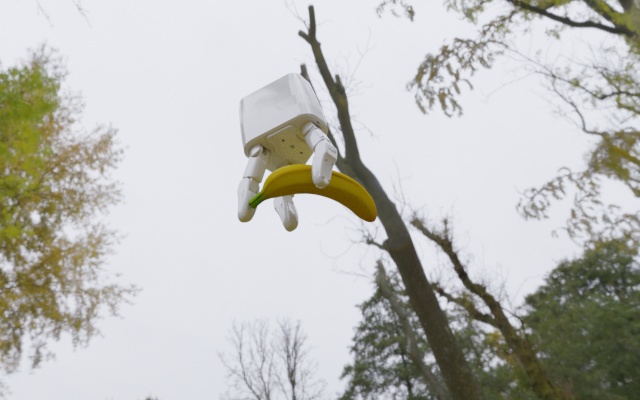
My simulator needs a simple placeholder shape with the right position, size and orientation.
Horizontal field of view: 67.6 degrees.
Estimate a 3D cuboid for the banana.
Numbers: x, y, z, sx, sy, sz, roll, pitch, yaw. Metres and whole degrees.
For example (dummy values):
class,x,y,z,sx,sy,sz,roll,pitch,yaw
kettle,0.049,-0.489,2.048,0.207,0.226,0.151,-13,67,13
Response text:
class,x,y,z,sx,sy,sz,roll,pitch,yaw
banana,0.005,-0.012,0.634,0.198,0.070,0.037,9,40,-29
